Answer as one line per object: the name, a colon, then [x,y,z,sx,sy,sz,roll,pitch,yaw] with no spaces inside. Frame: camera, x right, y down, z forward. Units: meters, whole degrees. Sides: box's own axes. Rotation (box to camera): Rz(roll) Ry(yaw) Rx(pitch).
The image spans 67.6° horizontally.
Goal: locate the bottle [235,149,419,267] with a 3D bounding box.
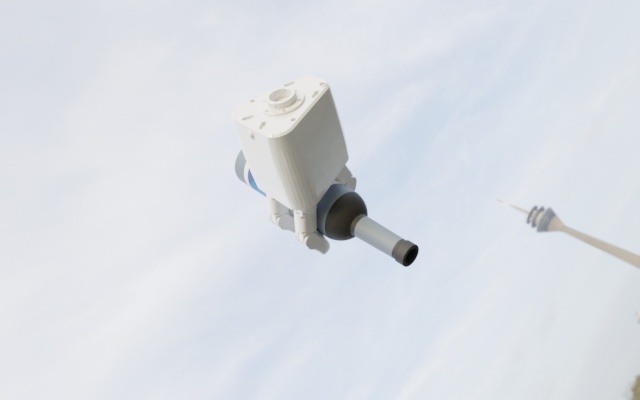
bottle: [0.000,0.002,0.609,0.069,0.069,0.295,0,23,-47]
